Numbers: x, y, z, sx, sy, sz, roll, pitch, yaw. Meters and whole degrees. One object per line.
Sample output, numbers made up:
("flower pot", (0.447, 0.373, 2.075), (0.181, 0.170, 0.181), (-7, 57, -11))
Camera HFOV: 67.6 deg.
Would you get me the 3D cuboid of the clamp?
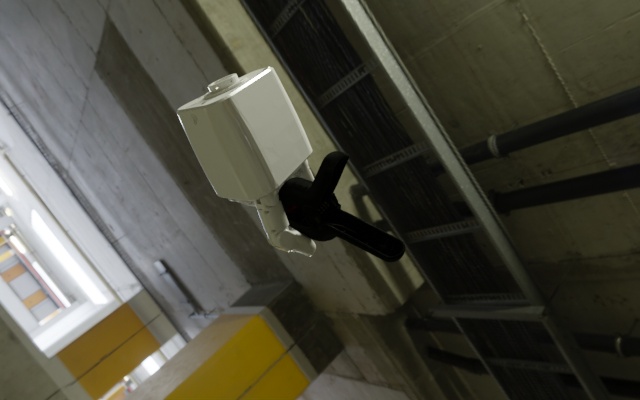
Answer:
("clamp", (0.000, 0.001, 0.483), (0.039, 0.120, 0.171), (-39, 28, -31))
